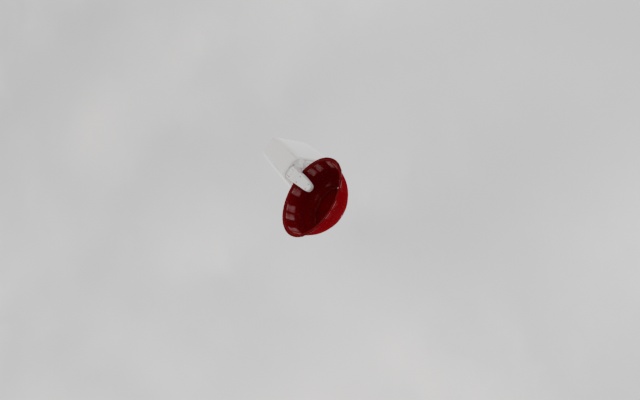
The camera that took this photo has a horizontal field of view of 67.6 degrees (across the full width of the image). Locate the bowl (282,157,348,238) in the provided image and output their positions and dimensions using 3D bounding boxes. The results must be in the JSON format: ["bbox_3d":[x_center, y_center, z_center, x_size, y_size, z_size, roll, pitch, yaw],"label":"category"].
[{"bbox_3d":[0.001,0.004,0.887,0.055,0.162,0.162,30,-17,-33],"label":"bowl"}]
